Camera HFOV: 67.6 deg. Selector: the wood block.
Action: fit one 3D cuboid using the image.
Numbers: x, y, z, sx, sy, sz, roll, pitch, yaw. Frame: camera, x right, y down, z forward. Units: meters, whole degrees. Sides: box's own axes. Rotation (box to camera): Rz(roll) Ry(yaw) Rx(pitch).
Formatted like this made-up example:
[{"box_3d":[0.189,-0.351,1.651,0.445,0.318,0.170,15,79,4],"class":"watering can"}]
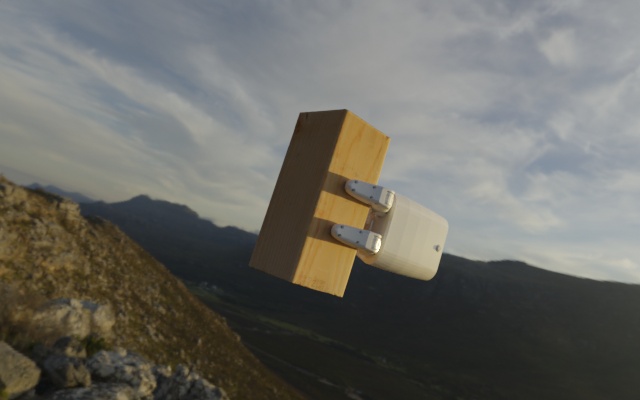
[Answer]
[{"box_3d":[0.000,0.002,0.593,0.090,0.206,0.091,24,-11,-39],"class":"wood block"}]
